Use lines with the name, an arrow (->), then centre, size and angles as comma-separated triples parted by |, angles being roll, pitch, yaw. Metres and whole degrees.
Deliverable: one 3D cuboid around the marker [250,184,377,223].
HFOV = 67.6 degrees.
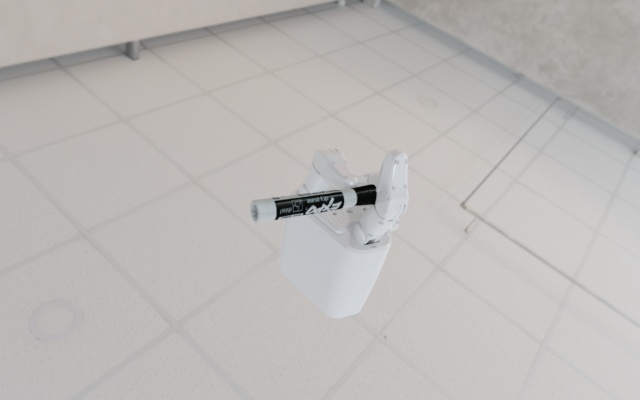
marker -> 0.000, 0.001, 0.406 | 0.121, 0.020, 0.020 | -8, 4, -29
